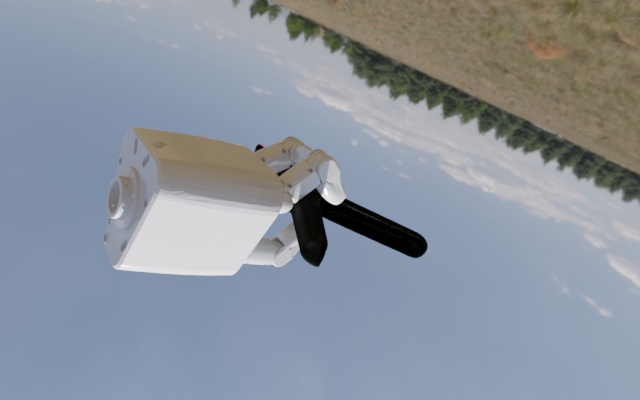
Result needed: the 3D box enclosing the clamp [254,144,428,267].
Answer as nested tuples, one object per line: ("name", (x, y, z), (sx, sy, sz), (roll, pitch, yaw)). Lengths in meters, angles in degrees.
("clamp", (-0.001, 0.002, 0.485), (0.164, 0.036, 0.210), (9, 23, -41))
